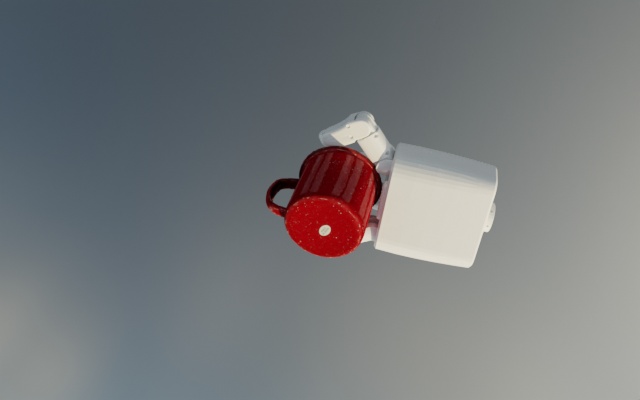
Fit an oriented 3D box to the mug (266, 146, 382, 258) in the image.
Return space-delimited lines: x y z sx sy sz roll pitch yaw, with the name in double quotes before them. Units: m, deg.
"mug" -0.001 0.001 0.495 0.117 0.093 0.081 11 39 9
